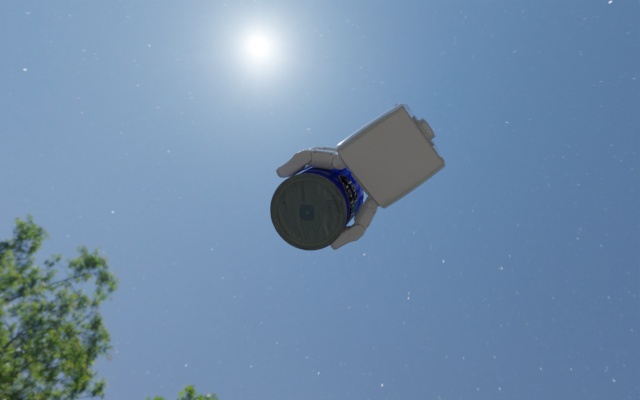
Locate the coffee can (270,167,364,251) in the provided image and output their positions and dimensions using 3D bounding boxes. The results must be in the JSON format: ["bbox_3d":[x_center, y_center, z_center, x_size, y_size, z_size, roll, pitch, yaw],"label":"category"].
[{"bbox_3d":[0.000,0.002,0.682,0.103,0.103,0.140,0,12,15],"label":"coffee can"}]
